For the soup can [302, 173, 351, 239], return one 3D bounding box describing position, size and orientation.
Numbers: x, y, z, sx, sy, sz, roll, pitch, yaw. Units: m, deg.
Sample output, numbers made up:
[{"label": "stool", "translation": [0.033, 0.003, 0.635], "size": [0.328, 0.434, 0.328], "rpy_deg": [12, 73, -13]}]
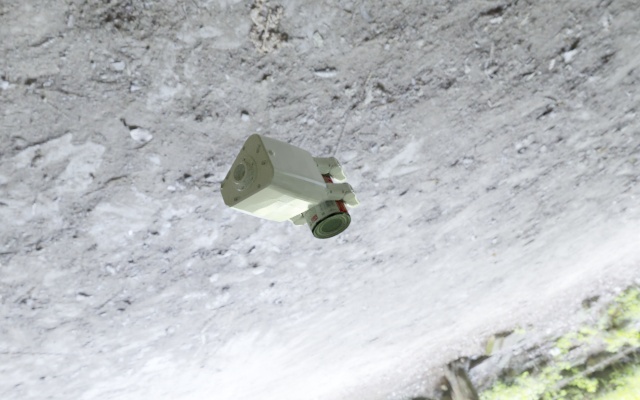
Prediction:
[{"label": "soup can", "translation": [0.000, 0.003, 0.769], "size": [0.068, 0.102, 0.069], "rpy_deg": [-18, -33, -12]}]
